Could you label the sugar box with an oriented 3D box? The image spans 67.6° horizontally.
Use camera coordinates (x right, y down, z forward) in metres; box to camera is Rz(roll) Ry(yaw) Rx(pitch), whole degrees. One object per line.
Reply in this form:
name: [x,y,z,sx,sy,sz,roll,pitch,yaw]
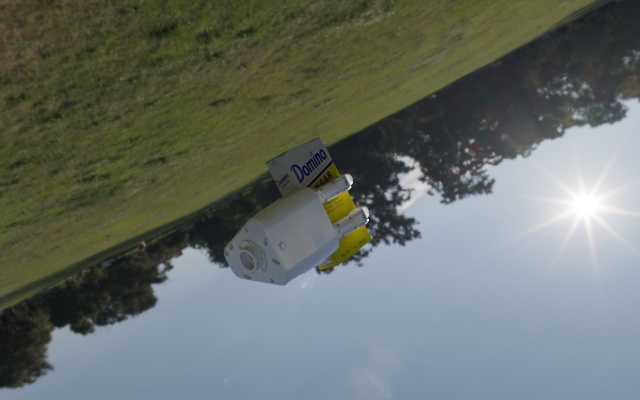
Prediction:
sugar box: [0.000,0.002,0.703,0.048,0.176,0.093,-21,8,44]
